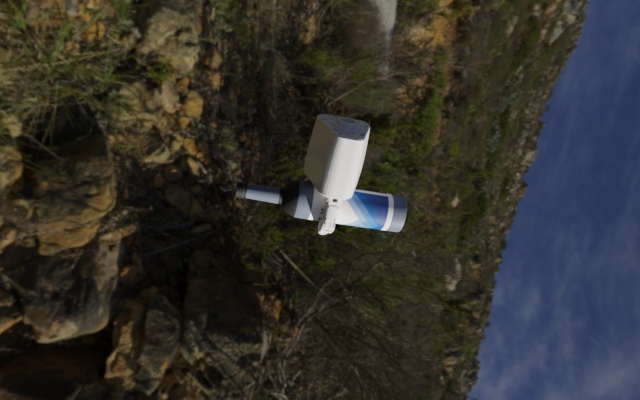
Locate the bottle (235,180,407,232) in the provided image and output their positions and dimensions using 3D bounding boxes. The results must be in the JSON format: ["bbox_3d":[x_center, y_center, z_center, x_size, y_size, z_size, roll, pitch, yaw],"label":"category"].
[{"bbox_3d":[0.000,0.003,0.837,0.296,0.069,0.069,9,-1,-9],"label":"bottle"}]
